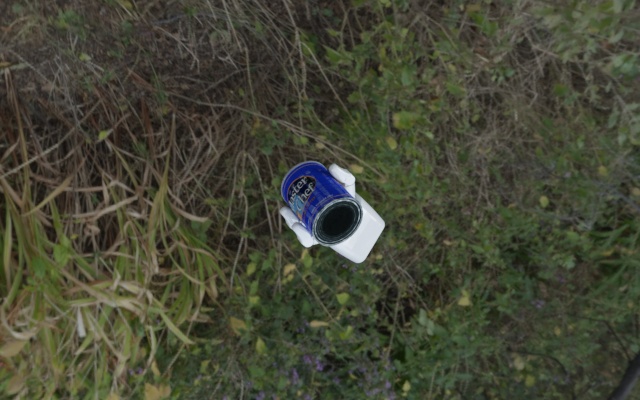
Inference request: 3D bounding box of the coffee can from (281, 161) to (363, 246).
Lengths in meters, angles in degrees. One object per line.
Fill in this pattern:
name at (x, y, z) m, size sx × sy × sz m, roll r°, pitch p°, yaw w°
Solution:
coffee can at (0.000, 0.003, 0.888) m, size 0.103 × 0.103 × 0.140 m, roll 0°, pitch 31°, yaw -32°
